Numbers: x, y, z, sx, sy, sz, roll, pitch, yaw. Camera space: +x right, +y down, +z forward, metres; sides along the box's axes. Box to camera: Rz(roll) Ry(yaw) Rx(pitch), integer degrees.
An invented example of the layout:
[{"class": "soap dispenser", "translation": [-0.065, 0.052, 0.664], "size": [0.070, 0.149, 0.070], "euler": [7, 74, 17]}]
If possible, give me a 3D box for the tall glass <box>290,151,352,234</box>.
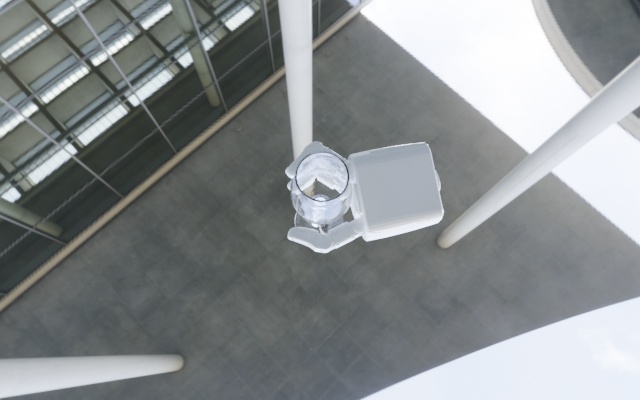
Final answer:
[{"class": "tall glass", "translation": [0.000, 0.002, 0.635], "size": [0.079, 0.079, 0.201], "euler": [0, -17, -1]}]
